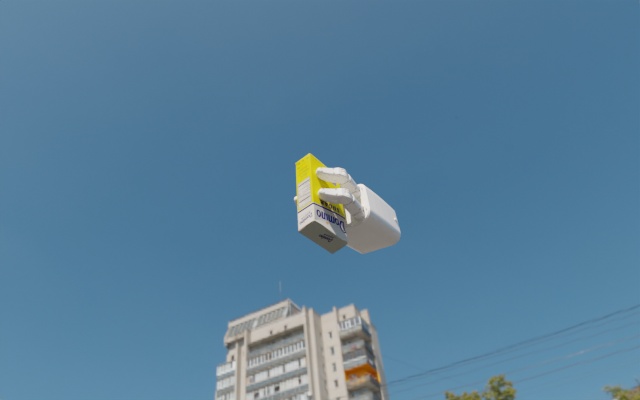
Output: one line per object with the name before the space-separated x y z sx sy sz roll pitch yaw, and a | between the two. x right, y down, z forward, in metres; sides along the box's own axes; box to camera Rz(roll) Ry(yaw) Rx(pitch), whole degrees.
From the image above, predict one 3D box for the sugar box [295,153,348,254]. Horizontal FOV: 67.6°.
sugar box | 0.001 0.003 0.882 0.048 0.176 0.093 -35 -51 24
